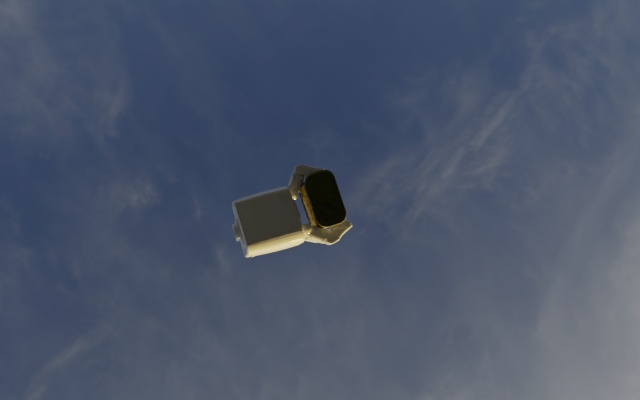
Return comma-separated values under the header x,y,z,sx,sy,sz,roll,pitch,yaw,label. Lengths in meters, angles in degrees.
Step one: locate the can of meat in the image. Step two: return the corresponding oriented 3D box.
x,y,z,sx,sy,sz,roll,pitch,yaw,label
0.000,0.003,0.886,0.057,0.102,0.084,-17,-6,-15,can of meat
